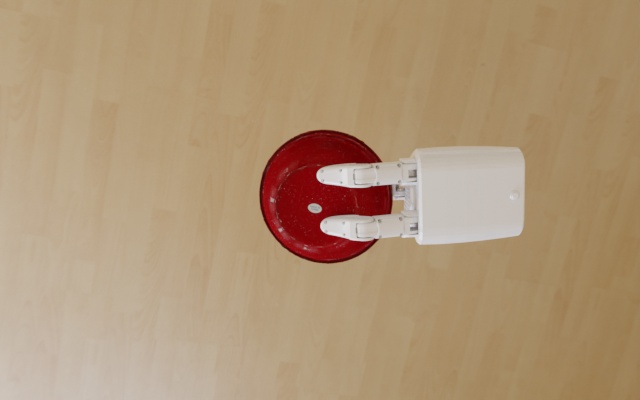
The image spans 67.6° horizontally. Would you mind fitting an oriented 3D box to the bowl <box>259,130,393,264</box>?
[{"bbox_3d":[-0.001,0.002,0.542,0.162,0.162,0.055,0,11,11],"label":"bowl"}]
